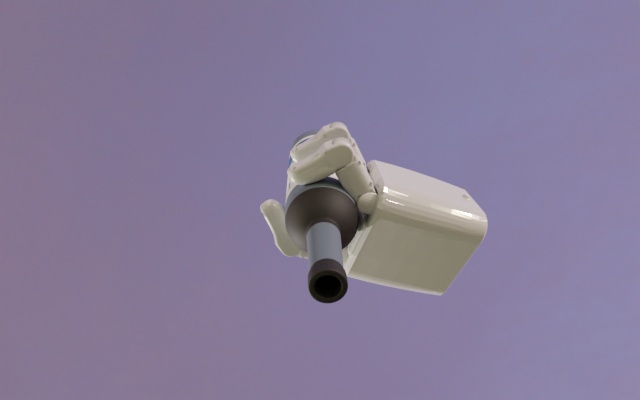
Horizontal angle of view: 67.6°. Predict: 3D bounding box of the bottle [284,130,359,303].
[{"bbox_3d":[0.000,0.001,0.457,0.069,0.069,0.295,0,23,-2],"label":"bottle"}]
